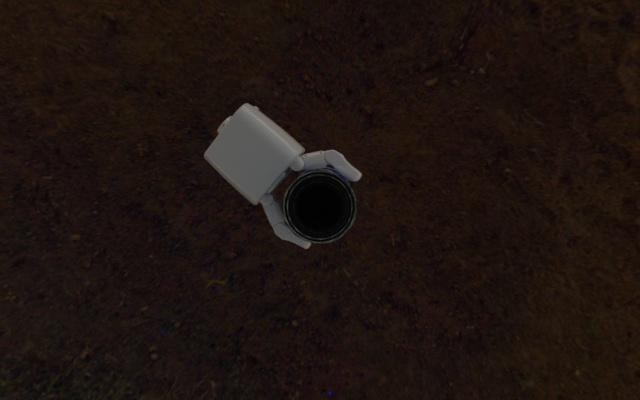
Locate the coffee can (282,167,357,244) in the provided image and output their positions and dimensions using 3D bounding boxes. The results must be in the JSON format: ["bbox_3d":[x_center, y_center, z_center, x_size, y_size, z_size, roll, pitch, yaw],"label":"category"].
[{"bbox_3d":[0.000,0.003,0.720,0.103,0.103,0.140,0,6,1],"label":"coffee can"}]
